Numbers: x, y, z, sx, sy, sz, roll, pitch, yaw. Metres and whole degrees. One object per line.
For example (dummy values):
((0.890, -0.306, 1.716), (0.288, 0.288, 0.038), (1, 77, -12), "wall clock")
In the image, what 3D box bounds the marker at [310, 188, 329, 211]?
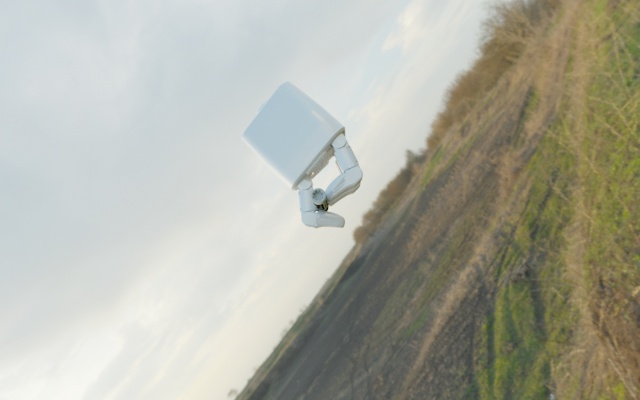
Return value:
((0.000, 0.002, 0.631), (0.020, 0.020, 0.121), (0, -8, 3), "marker")
